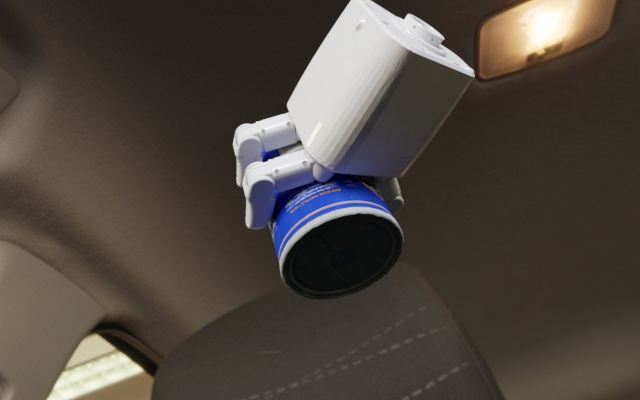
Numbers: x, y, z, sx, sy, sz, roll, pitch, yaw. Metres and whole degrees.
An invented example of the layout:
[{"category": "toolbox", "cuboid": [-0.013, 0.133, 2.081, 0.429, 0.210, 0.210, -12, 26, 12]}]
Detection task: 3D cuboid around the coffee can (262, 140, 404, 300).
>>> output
[{"category": "coffee can", "cuboid": [0.000, 0.002, 0.429, 0.103, 0.103, 0.140, 0, 41, -21]}]
